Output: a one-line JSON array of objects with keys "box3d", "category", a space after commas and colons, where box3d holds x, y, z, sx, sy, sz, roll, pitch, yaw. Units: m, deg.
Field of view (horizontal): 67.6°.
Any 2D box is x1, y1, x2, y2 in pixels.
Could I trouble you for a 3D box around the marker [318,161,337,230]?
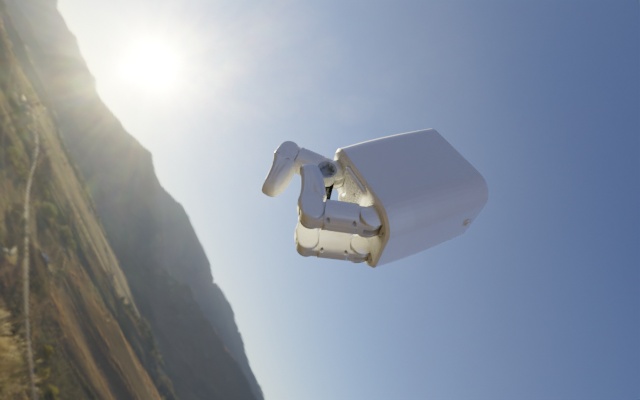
[{"box3d": [0.000, 0.002, 0.481, 0.020, 0.020, 0.121, 0, -29, -6], "category": "marker"}]
